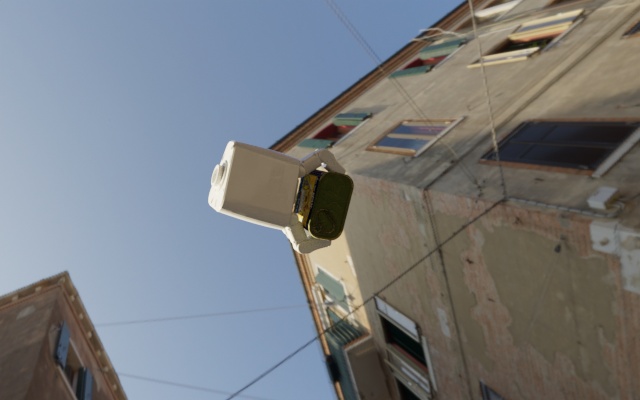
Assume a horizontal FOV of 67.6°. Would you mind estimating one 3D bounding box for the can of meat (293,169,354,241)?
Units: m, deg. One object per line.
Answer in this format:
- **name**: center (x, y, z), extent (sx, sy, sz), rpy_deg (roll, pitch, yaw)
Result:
- **can of meat**: center (0.000, 0.002, 0.742), extent (0.057, 0.102, 0.084), rpy_deg (12, 4, -25)
